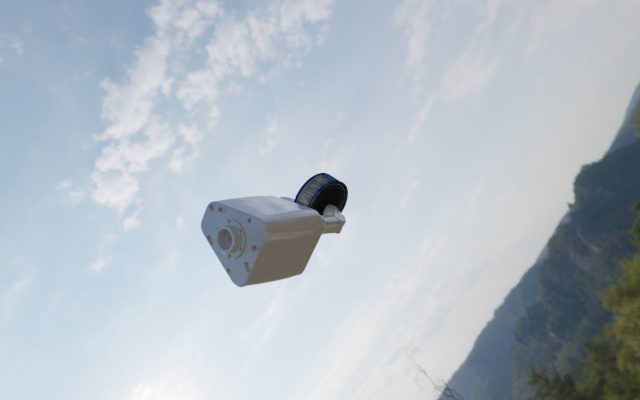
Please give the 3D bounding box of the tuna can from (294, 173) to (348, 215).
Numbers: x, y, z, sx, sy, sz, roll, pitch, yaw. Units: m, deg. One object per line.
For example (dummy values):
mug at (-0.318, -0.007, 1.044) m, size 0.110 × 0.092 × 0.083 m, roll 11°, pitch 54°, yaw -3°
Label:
tuna can at (0.000, 0.002, 0.713) m, size 0.033 × 0.086 × 0.086 m, roll 35°, pitch 20°, yaw 33°
